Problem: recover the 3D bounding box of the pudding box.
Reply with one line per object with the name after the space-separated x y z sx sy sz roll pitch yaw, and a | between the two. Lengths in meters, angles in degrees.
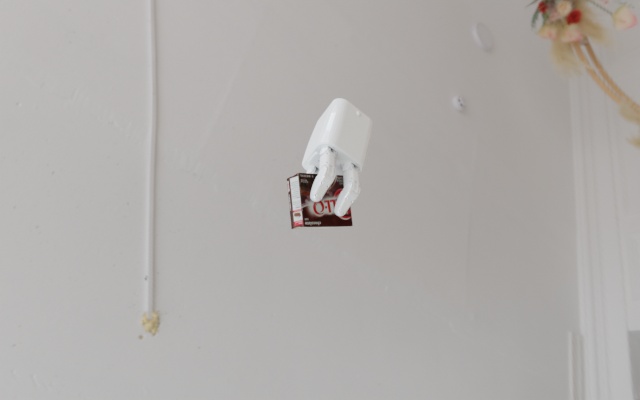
0.000 0.003 0.807 0.113 0.090 0.039 0 -11 -38 | pudding box
